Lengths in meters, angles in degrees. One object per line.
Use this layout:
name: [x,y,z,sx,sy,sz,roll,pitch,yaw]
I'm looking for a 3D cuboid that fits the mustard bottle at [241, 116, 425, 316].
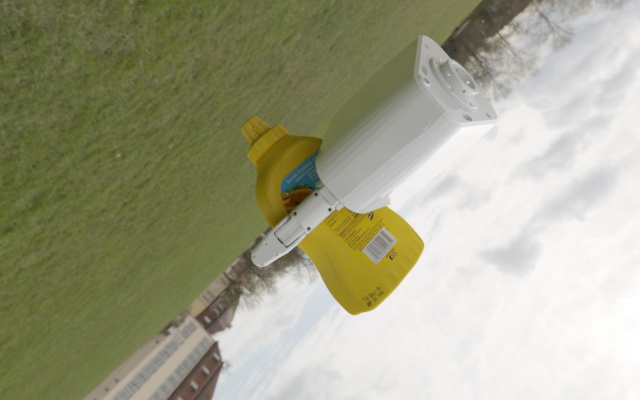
mustard bottle: [0.000,0.002,0.423,0.096,0.191,0.058,-43,1,-30]
